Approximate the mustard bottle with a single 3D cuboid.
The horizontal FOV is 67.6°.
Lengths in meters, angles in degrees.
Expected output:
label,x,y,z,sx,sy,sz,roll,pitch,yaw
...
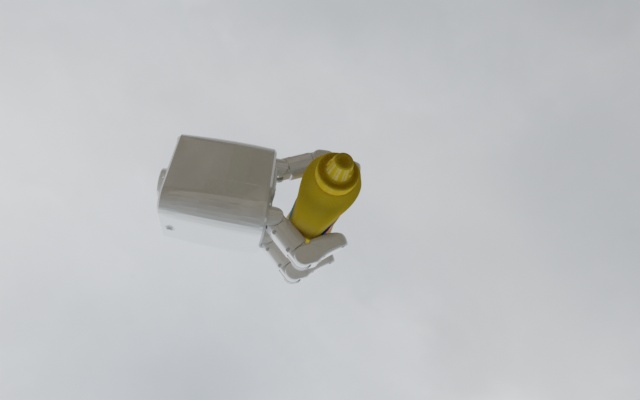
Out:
label,x,y,z,sx,sy,sz,roll,pitch,yaw
mustard bottle,0.000,0.002,0.512,0.058,0.096,0.192,33,-27,3
